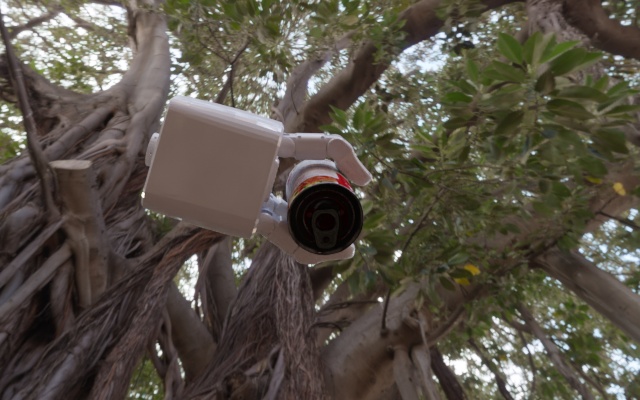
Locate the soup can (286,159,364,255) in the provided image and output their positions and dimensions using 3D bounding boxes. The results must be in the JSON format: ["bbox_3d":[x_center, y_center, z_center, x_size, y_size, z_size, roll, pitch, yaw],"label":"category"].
[{"bbox_3d":[0.001,0.001,0.464,0.068,0.068,0.102,0,18,-5],"label":"soup can"}]
